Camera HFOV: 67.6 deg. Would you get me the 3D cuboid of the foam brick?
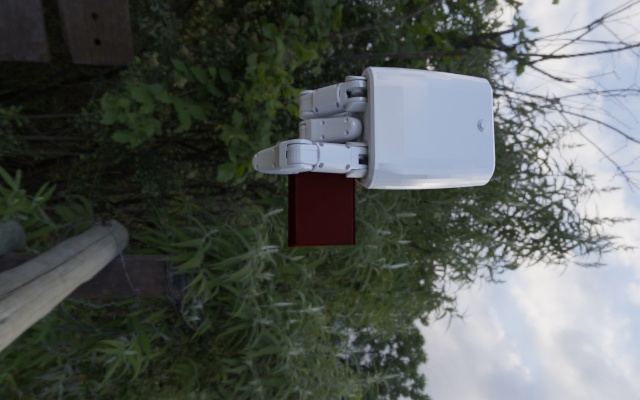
[{"bbox_3d":[0.000,0.002,0.411,0.051,0.078,0.053,1,-5,-10],"label":"foam brick"}]
